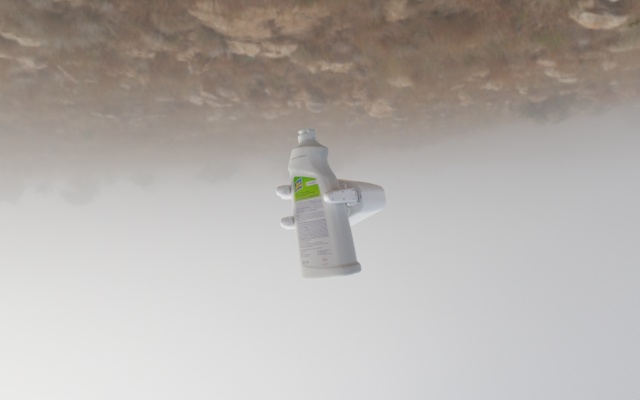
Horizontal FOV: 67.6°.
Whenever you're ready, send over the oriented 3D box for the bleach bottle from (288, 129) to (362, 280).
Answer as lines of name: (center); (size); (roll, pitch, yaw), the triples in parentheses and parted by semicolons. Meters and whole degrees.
bleach bottle: (0.000, 0.003, 0.805); (0.102, 0.251, 0.068); (-11, -6, 32)
